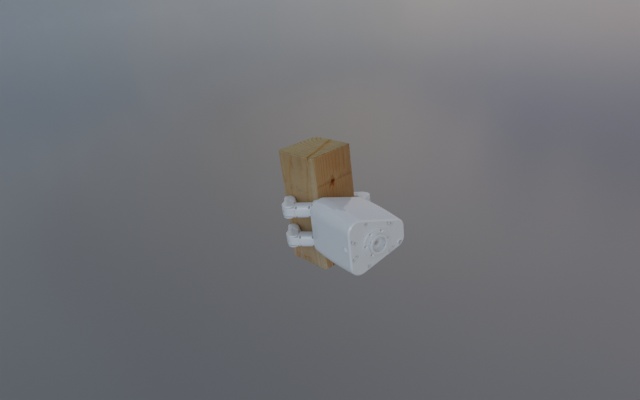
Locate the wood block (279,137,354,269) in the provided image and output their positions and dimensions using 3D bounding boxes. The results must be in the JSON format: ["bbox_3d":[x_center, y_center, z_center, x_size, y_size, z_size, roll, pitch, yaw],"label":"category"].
[{"bbox_3d":[0.001,0.003,0.847,0.091,0.206,0.090,-26,30,-36],"label":"wood block"}]
